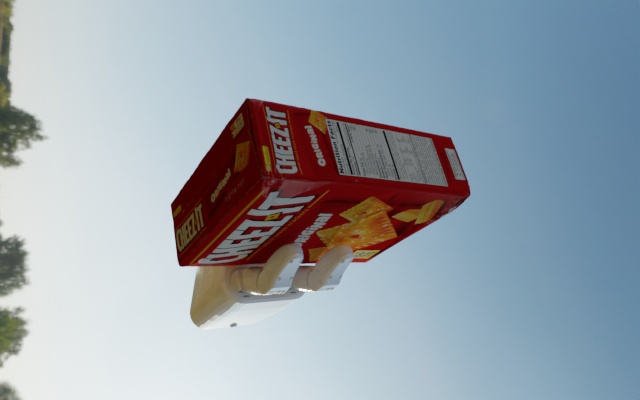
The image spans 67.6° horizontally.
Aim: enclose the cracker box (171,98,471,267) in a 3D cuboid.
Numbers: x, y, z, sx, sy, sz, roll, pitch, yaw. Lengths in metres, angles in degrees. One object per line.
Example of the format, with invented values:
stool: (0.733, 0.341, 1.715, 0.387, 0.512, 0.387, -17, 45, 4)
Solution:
cracker box: (0.000, 0.001, 0.425, 0.214, 0.072, 0.164, 3, -29, -36)
